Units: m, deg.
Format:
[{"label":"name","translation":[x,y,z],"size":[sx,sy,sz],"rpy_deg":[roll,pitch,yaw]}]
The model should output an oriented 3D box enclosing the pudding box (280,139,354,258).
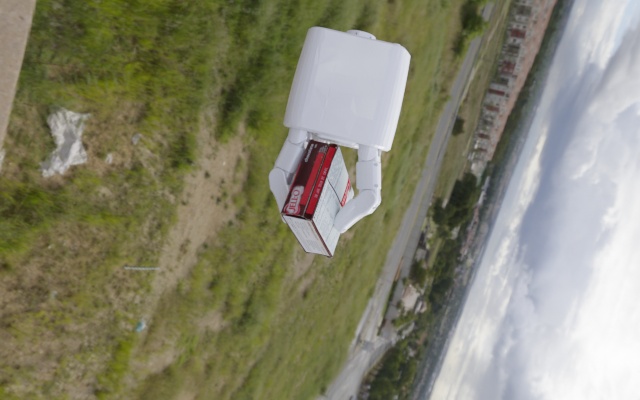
[{"label":"pudding box","translation":[0.000,0.002,0.521],"size":[0.039,0.090,0.113],"rpy_deg":[12,-23,20]}]
